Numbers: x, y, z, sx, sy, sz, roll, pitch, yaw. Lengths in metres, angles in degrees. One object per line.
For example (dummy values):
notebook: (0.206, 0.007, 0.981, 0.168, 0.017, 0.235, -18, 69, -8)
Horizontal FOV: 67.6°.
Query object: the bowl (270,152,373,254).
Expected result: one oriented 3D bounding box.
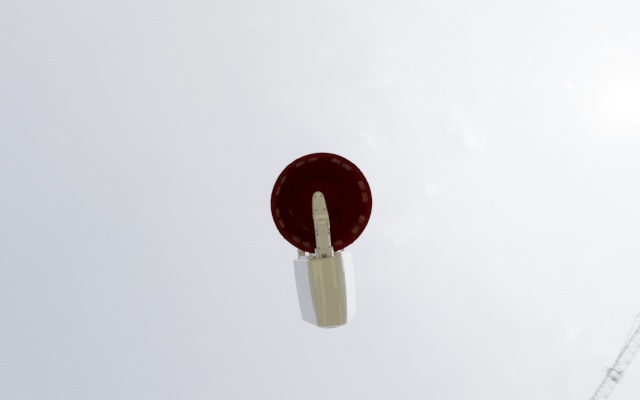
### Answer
bowl: (0.000, 0.001, 0.773, 0.162, 0.162, 0.055, 0, 6, -5)
